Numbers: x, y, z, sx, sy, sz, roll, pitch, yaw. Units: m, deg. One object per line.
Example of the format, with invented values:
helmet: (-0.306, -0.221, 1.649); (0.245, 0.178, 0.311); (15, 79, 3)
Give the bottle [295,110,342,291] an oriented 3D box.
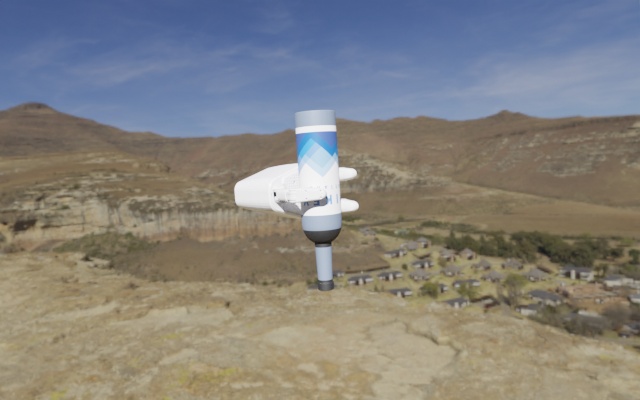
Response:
bottle: (0.000, 0.002, 0.791); (0.069, 0.296, 0.069); (-4, 5, 0)
